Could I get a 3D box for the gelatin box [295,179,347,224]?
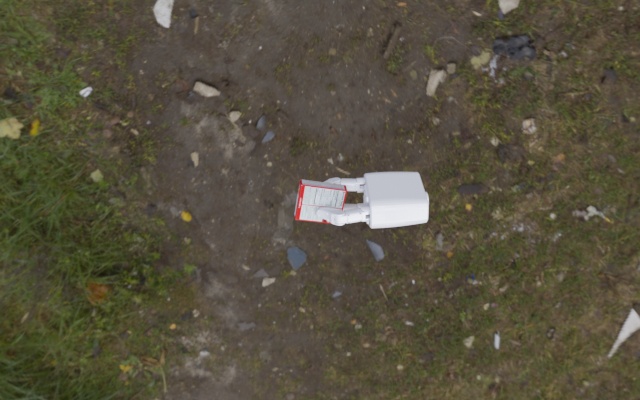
[{"bbox_3d":[0.000,0.003,0.895,0.089,0.073,0.030,6,25,-10],"label":"gelatin box"}]
